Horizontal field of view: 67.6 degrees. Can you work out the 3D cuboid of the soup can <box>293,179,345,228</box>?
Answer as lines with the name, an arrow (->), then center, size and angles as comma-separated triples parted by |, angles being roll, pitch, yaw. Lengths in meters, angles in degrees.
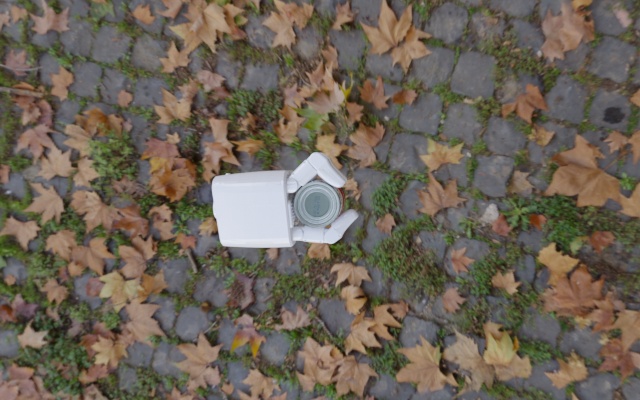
soup can -> 0.001, 0.002, 0.706 | 0.068, 0.068, 0.102 | 0, 4, 6
